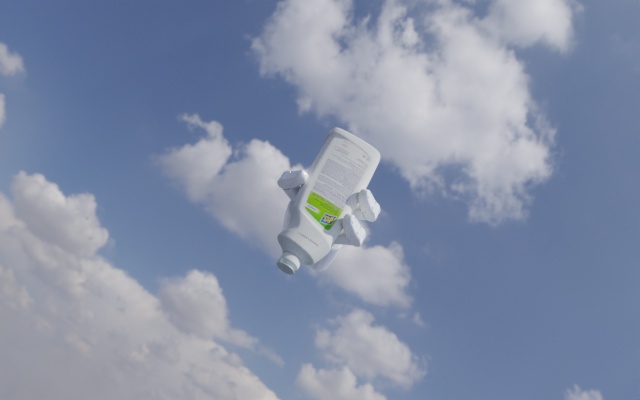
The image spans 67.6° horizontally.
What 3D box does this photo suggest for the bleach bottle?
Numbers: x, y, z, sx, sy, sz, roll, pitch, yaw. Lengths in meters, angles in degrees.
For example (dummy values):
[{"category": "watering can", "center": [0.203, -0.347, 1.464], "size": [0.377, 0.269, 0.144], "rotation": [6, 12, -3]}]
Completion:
[{"category": "bleach bottle", "center": [0.000, 0.002, 0.741], "size": [0.102, 0.250, 0.068], "rotation": [30, -32, 5]}]
